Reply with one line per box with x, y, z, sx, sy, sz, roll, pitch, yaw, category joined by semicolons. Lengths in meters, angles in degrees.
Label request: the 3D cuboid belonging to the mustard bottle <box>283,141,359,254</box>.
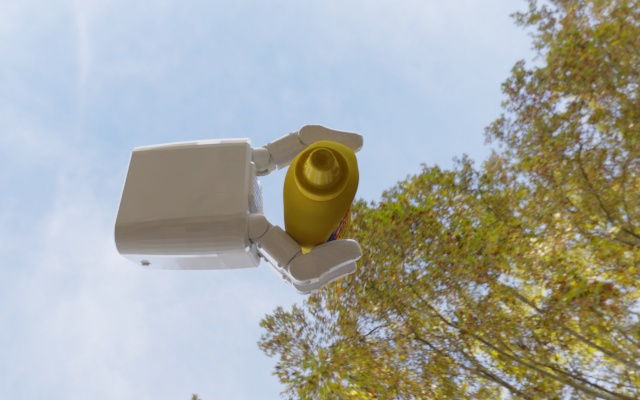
0.000;0.002;0.422;0.058;0.096;0.192;21;-17;7;mustard bottle
